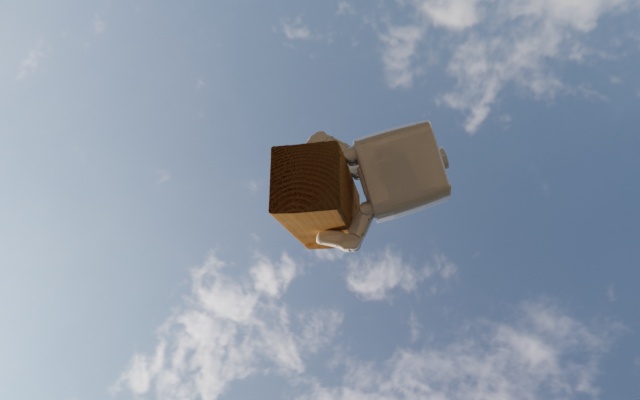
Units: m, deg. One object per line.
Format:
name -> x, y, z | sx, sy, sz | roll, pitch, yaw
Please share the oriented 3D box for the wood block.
wood block -> 0.001, 0.003, 0.671 | 0.090, 0.090, 0.206 | -4, -19, 11
